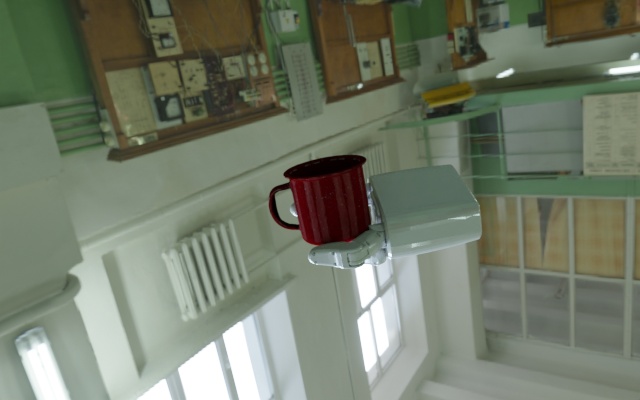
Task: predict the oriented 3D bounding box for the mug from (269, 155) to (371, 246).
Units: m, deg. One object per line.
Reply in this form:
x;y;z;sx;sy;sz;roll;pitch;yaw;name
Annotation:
-0.001;0.002;0.537;0.117;0.081;0.093;-11;16;1;mug
